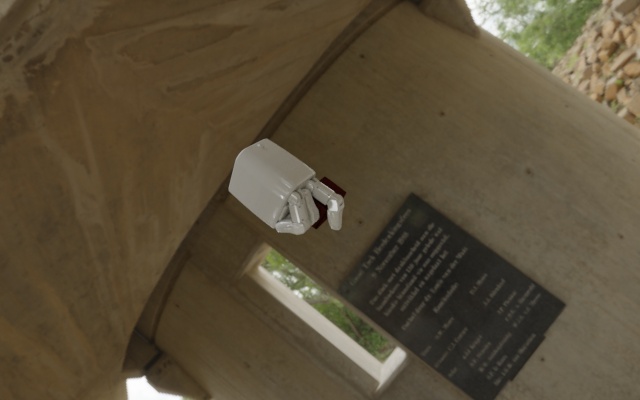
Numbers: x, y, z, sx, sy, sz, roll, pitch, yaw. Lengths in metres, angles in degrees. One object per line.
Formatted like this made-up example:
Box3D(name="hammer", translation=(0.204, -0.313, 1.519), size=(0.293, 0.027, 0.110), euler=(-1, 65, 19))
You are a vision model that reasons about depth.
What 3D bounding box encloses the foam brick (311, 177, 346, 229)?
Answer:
Box3D(name="foam brick", translation=(0.000, 0.003, 0.834), size=(0.051, 0.053, 0.078), euler=(37, 34, 9))
